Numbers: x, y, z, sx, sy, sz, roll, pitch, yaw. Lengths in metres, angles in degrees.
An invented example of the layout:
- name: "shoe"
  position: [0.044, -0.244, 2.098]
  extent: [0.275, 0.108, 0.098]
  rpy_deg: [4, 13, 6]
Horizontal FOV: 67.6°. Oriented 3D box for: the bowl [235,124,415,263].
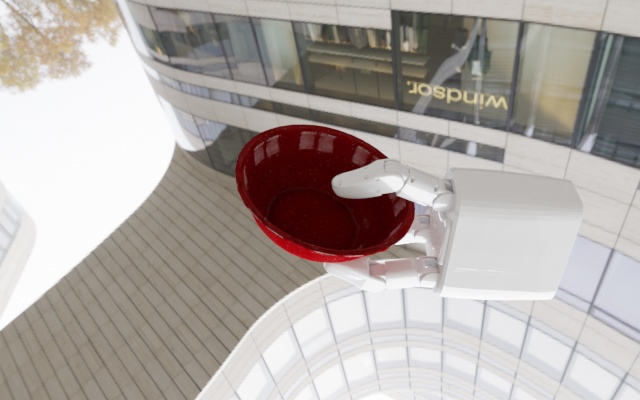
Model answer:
- name: "bowl"
  position: [-0.001, 0.001, 0.433]
  extent: [0.162, 0.162, 0.055]
  rpy_deg: [0, -43, -21]
